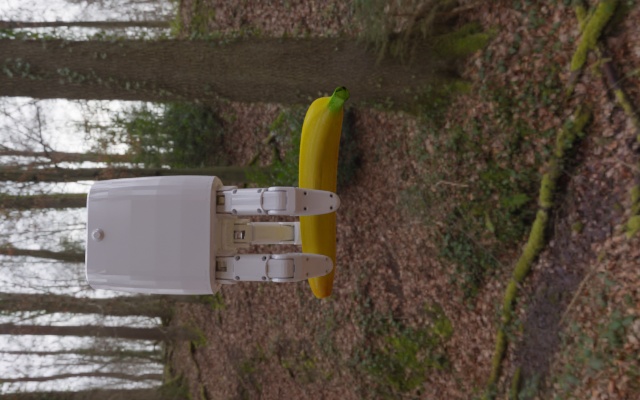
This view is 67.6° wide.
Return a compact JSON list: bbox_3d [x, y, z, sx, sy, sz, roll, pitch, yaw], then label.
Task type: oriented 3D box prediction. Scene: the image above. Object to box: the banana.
[{"bbox_3d":[-0.001,-0.009,0.440,0.037,0.198,0.069,1,22,-5],"label":"banana"}]
